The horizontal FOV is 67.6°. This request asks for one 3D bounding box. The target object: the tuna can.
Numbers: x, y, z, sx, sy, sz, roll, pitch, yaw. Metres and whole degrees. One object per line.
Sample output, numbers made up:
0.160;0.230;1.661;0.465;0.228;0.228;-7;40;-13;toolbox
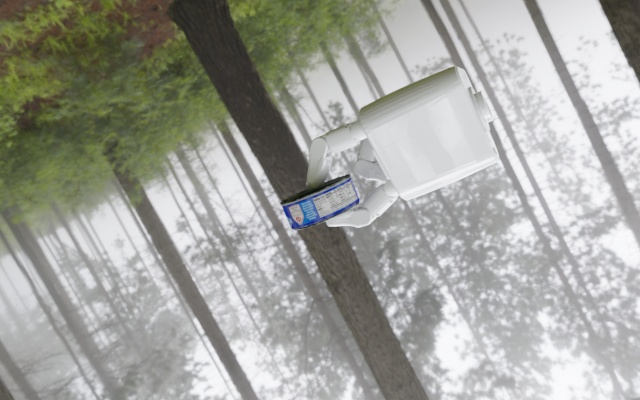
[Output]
0.000;0.002;0.538;0.086;0.034;0.086;-22;6;2;tuna can
